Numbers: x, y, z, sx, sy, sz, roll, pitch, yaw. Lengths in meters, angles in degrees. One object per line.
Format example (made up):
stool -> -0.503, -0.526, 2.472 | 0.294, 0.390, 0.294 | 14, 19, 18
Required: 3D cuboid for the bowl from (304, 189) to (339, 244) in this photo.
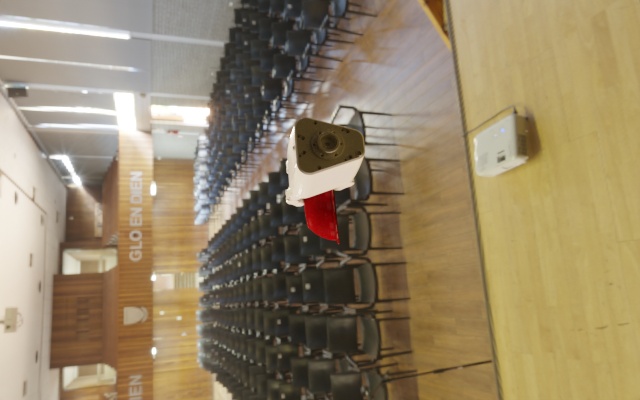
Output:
bowl -> 0.000, 0.004, 0.886 | 0.055, 0.162, 0.162 | -7, 0, 3
